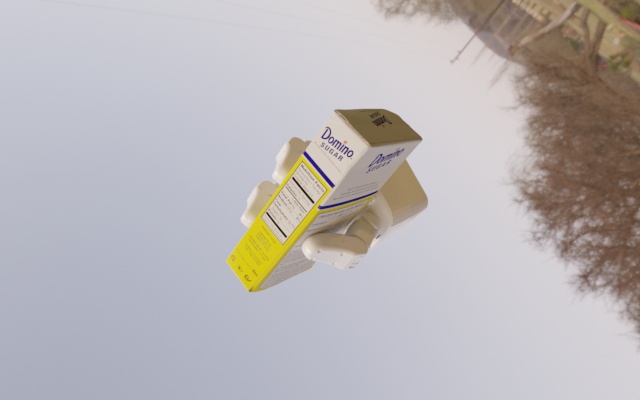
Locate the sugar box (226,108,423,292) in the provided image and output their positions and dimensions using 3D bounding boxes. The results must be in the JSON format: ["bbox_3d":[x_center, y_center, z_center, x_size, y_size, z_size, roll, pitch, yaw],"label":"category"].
[{"bbox_3d":[0.000,0.001,0.404,0.048,0.176,0.093,47,31,19],"label":"sugar box"}]
